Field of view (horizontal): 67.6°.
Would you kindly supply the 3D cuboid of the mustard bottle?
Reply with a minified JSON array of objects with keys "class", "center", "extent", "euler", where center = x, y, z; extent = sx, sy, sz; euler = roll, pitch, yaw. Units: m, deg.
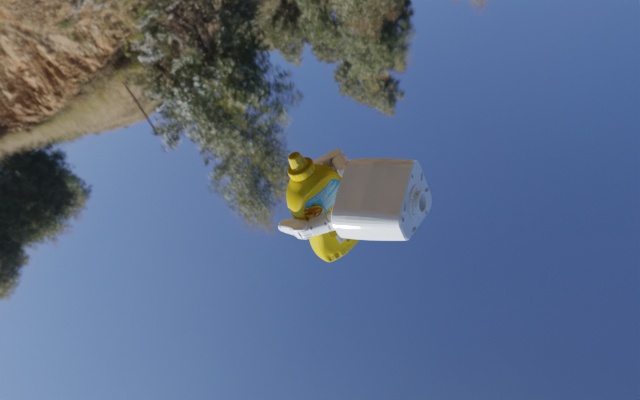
[{"class":"mustard bottle","center":[0.000,0.003,0.738],"extent":[0.096,0.192,0.058],"euler":[-42,39,-16]}]
